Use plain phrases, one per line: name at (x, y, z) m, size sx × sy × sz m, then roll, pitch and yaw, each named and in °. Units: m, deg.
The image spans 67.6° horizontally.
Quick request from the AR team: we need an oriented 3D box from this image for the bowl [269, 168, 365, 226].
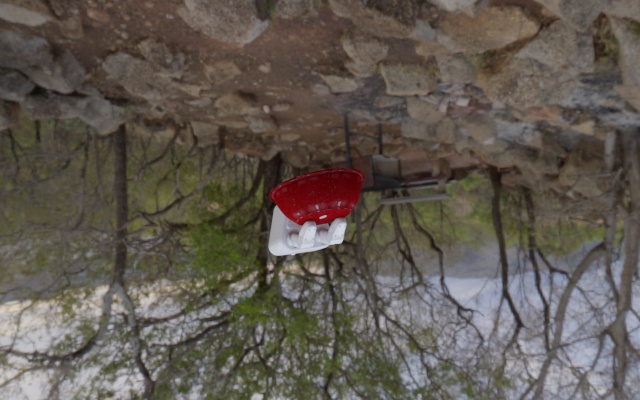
bowl at (0.000, 0.003, 0.779) m, size 0.162 × 0.055 × 0.162 m, roll -11°, pitch -16°, yaw -3°
